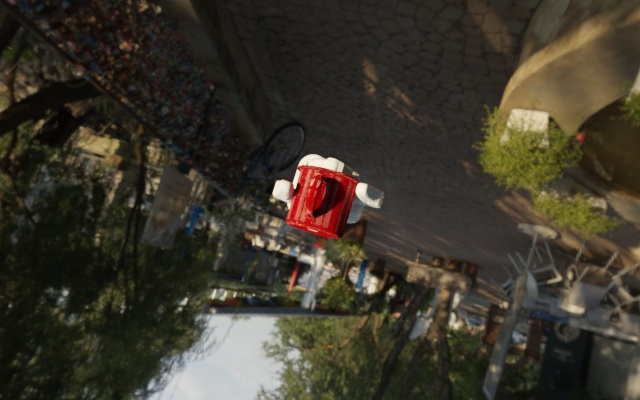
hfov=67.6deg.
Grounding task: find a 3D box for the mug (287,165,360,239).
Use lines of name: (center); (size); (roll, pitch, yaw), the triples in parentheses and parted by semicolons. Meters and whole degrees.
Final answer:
mug: (0.000, 0.002, 0.648); (0.093, 0.081, 0.117); (14, -8, 10)
